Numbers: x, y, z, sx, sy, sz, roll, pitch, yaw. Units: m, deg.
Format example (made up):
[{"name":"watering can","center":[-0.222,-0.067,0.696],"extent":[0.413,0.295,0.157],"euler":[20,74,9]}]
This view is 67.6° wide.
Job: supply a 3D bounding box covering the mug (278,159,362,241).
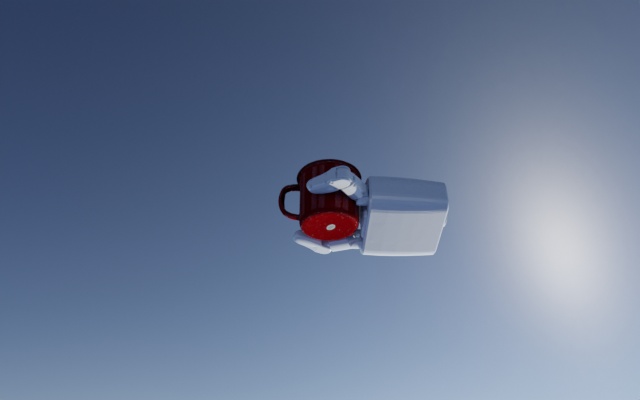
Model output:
[{"name":"mug","center":[-0.001,0.002,0.661],"extent":[0.117,0.081,0.093],"euler":[2,-34,-2]}]
